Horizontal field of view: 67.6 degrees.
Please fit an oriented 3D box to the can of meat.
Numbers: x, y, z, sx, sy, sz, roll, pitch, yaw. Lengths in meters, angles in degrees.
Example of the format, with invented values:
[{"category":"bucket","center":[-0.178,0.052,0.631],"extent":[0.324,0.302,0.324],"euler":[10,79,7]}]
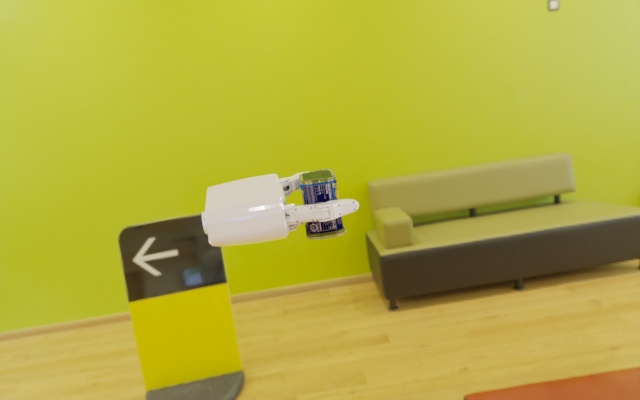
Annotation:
[{"category":"can of meat","center":[0.000,0.002,0.700],"extent":[0.057,0.084,0.102],"euler":[-9,11,-2]}]
